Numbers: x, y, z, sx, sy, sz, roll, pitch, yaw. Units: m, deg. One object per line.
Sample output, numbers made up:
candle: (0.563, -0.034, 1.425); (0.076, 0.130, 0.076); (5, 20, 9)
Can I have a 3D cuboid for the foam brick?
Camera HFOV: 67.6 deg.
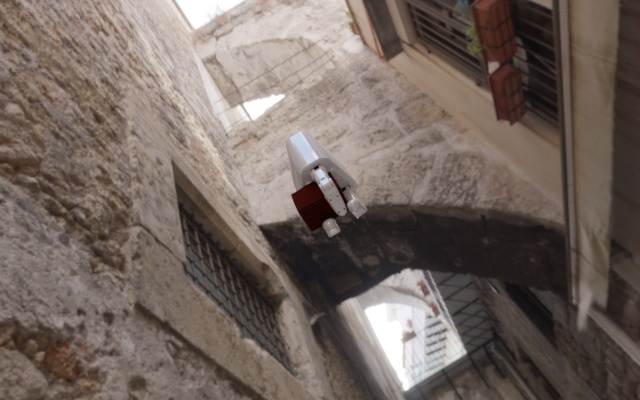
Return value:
foam brick: (0.000, 0.003, 0.781); (0.078, 0.053, 0.051); (-30, 41, -1)
